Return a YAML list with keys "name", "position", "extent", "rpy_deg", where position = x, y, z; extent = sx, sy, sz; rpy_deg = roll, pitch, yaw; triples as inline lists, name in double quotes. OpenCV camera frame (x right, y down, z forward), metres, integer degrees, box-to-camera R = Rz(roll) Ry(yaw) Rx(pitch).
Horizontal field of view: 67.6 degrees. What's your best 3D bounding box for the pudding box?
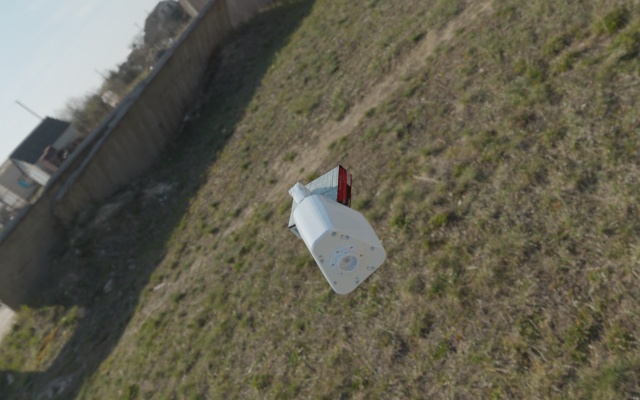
- name: "pudding box"
  position: [0.000, 0.003, 0.802]
  extent: [0.113, 0.090, 0.039]
  rpy_deg: [-28, -54, 31]
